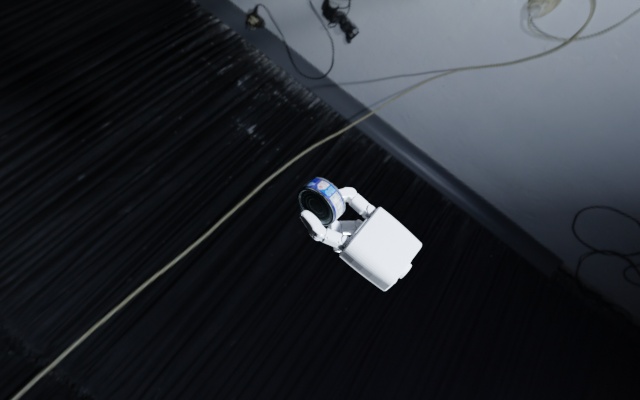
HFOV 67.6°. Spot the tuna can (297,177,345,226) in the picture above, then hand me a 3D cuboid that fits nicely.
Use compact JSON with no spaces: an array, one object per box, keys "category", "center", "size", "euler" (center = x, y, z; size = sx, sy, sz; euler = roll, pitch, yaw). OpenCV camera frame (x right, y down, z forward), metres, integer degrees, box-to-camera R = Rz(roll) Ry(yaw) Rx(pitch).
[{"category":"tuna can","center":[0.000,0.003,0.852],"size":[0.086,0.086,0.033],"euler":[0,34,46]}]
